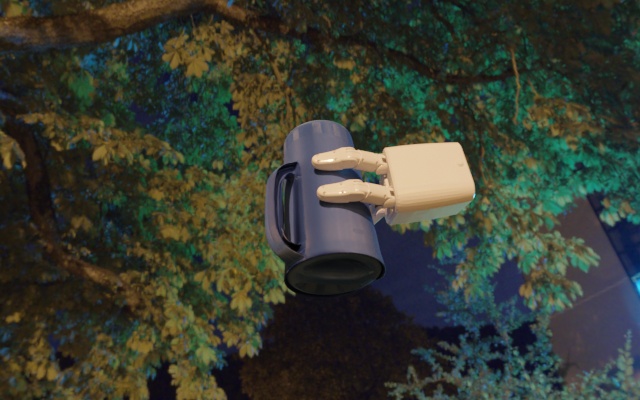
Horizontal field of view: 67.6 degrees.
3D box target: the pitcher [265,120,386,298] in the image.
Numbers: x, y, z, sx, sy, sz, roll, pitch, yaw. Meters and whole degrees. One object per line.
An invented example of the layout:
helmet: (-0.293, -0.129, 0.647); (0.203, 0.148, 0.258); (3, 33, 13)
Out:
pitcher: (0.000, 0.002, 0.676); (0.145, 0.242, 0.149); (-7, -34, -1)
